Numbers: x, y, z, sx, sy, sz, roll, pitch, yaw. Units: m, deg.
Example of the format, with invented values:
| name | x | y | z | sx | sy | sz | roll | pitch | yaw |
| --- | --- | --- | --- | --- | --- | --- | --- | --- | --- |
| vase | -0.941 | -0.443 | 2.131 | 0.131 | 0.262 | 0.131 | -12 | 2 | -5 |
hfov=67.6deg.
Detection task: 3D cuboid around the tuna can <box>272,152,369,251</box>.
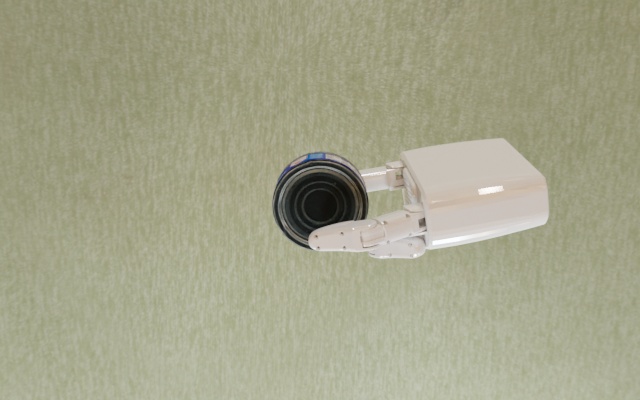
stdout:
| name | x | y | z | sx | sy | sz | roll | pitch | yaw |
| --- | --- | --- | --- | --- | --- | --- | --- | --- | --- |
| tuna can | 0.000 | 0.002 | 0.427 | 0.086 | 0.086 | 0.033 | 0 | 16 | 1 |
